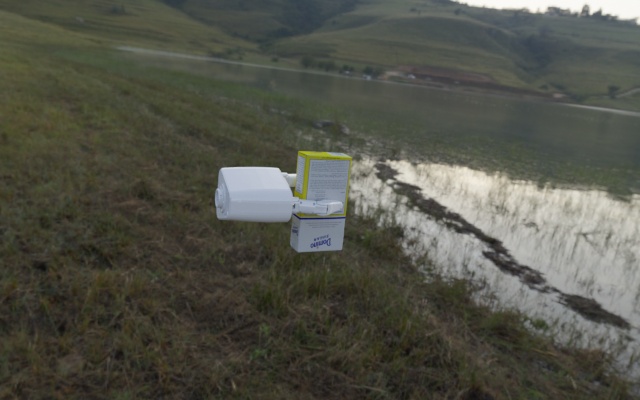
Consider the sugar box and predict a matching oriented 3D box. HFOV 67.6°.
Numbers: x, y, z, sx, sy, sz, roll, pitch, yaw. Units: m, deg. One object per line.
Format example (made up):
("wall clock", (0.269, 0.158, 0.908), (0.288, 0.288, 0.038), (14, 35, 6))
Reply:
("sugar box", (0.000, 0.003, 0.860), (0.093, 0.176, 0.048), (0, 16, -25))
